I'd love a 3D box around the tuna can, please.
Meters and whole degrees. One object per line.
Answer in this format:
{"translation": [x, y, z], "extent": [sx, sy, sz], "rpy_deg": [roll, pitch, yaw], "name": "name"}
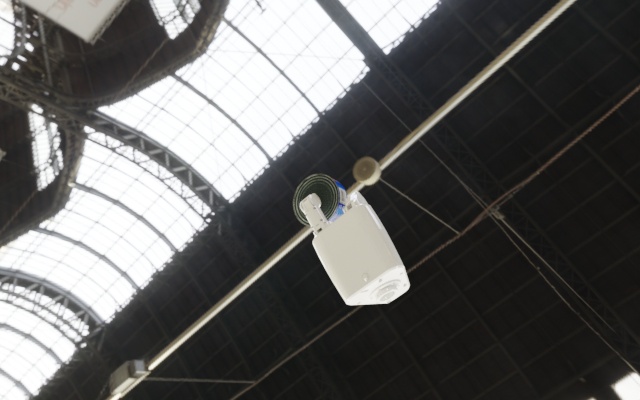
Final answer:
{"translation": [0.000, 0.003, 0.765], "extent": [0.086, 0.086, 0.034], "rpy_deg": [0, -14, 32], "name": "tuna can"}
